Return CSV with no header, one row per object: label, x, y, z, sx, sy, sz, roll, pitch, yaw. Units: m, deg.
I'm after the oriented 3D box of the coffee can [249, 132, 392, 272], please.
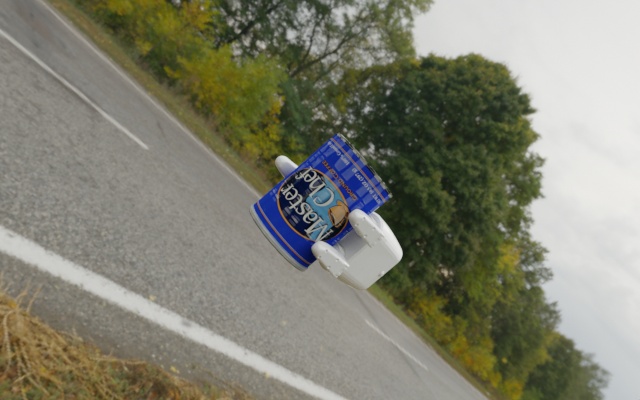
coffee can,0.000,0.002,0.576,0.140,0.103,0.103,-41,-2,3
